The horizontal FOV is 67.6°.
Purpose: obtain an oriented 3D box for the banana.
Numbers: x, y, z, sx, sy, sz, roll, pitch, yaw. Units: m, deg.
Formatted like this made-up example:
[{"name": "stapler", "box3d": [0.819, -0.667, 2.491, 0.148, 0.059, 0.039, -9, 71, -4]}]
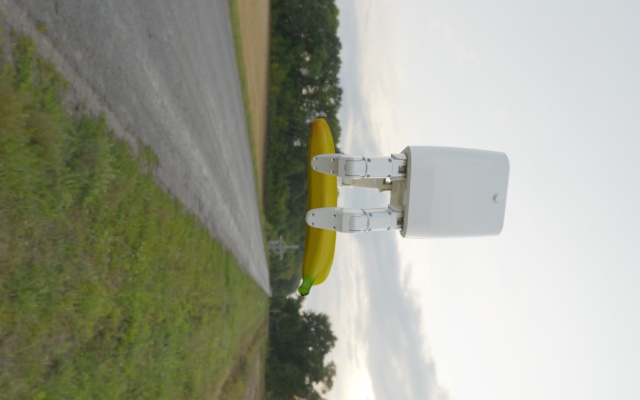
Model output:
[{"name": "banana", "box3d": [0.001, 0.009, 0.543, 0.037, 0.197, 0.070, 2, -13, 3]}]
